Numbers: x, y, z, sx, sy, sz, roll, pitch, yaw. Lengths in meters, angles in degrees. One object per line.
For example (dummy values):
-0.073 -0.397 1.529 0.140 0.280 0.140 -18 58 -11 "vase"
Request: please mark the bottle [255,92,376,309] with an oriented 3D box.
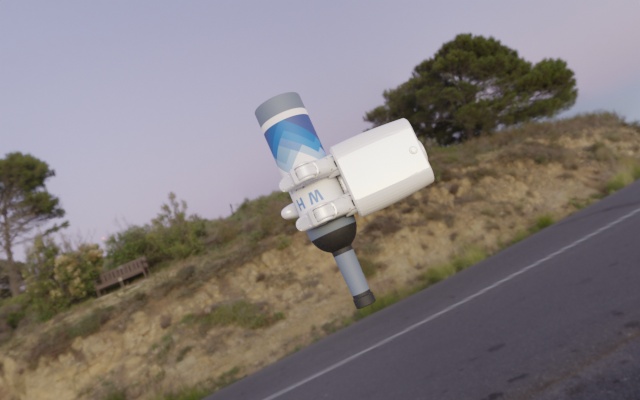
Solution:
0.000 0.002 0.636 0.069 0.295 0.069 -24 -6 -3 "bottle"
